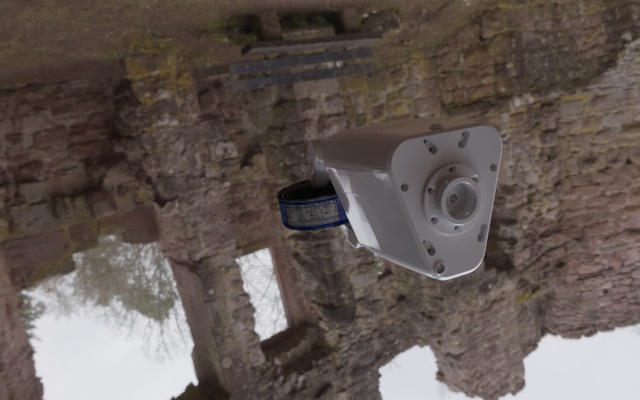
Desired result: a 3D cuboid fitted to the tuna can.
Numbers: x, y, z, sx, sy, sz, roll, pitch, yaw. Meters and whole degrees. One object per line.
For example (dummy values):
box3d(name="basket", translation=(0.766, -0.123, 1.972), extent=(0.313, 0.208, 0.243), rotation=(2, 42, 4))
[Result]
box3d(name="tuna can", translation=(0.000, 0.002, 0.490), extent=(0.086, 0.034, 0.086), rotation=(-10, 15, 3))
